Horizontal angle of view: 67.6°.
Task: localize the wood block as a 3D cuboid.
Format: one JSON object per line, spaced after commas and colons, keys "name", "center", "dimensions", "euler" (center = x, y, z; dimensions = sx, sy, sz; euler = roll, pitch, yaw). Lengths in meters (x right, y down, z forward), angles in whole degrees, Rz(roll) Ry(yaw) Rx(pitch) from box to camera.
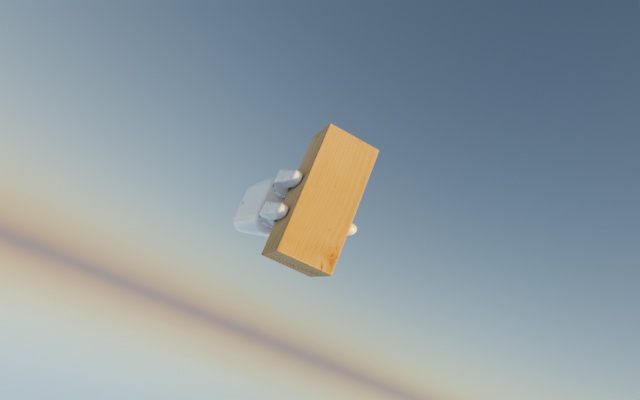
{"name": "wood block", "center": [0.000, 0.003, 0.722], "dimensions": [0.091, 0.206, 0.090], "euler": [27, -18, -15]}
